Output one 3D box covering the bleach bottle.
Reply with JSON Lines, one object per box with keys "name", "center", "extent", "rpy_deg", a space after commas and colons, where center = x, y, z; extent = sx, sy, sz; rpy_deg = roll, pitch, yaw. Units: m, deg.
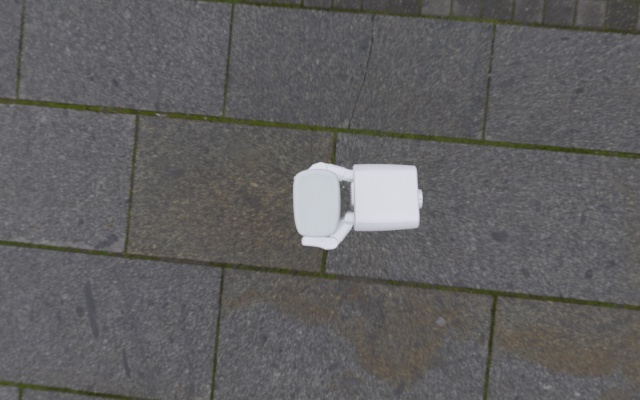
{"name": "bleach bottle", "center": [0.000, 0.003, 0.803], "extent": [0.068, 0.102, 0.251], "rpy_deg": [-1, 2, 3]}
